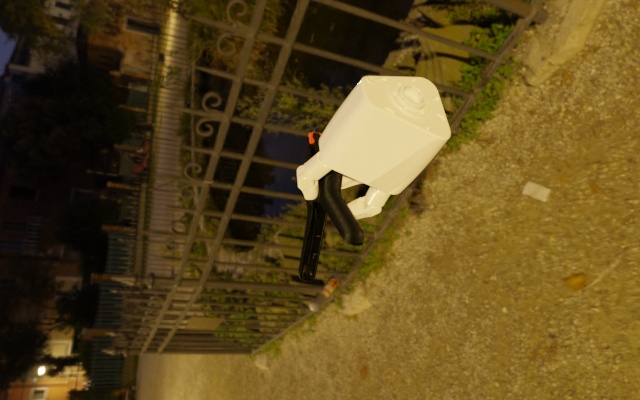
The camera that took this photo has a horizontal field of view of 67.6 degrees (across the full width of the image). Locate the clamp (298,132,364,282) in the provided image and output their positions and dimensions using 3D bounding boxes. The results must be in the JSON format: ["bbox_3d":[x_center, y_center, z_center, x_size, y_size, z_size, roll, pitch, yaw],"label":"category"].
[{"bbox_3d":[-0.001,0.001,0.663,0.036,0.209,0.165,8,-35,-24],"label":"clamp"}]
